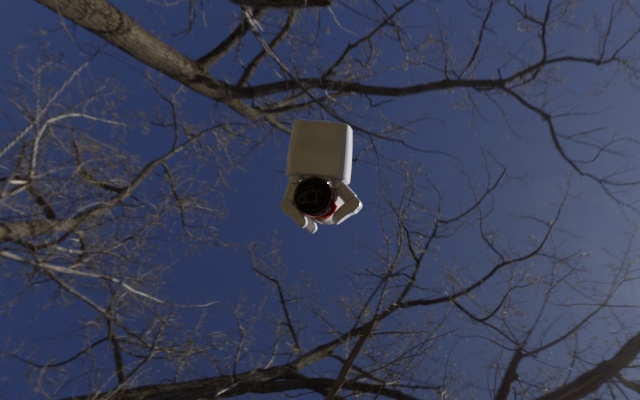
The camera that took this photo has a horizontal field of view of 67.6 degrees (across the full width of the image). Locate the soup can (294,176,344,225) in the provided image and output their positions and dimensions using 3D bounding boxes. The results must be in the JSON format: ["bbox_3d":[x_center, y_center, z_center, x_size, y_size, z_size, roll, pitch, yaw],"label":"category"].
[{"bbox_3d":[0.000,0.003,0.864,0.068,0.068,0.102,0,-14,17],"label":"soup can"}]
